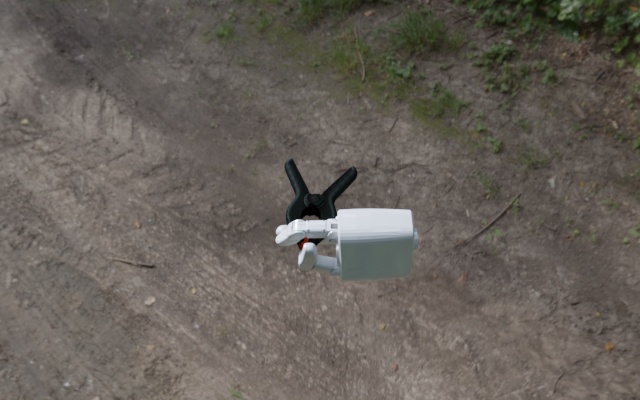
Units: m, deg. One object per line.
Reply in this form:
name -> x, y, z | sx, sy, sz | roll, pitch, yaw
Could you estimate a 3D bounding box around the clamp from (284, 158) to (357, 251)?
clamp -> 0.000, 0.002, 0.751 | 0.120, 0.171, 0.039 | -2, -32, 4
